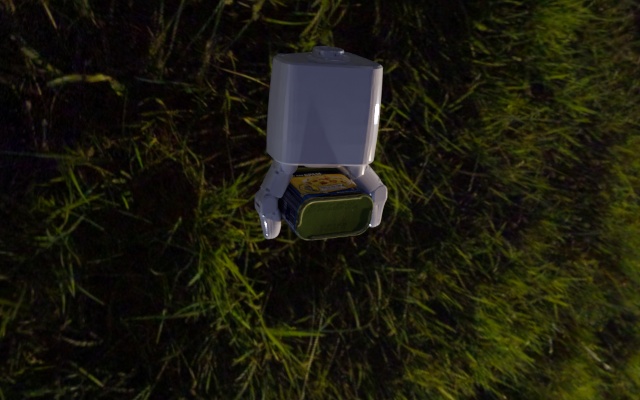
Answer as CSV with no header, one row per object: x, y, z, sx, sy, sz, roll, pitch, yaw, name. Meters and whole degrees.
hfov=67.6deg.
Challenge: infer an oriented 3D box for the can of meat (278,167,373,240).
0.000,0.002,0.561,0.102,0.057,0.084,-5,27,-27,can of meat
